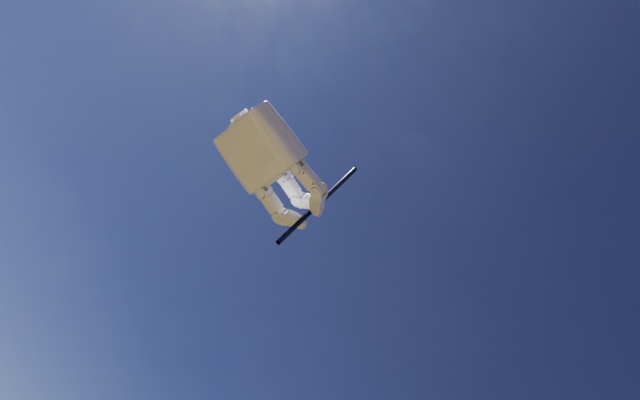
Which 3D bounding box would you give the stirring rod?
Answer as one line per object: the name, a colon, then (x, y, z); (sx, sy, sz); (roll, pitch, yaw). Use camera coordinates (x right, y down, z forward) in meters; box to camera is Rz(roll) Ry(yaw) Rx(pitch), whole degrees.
stirring rod: (0.000, 0.003, 0.792); (0.011, 0.011, 0.239); (0, 30, 38)
